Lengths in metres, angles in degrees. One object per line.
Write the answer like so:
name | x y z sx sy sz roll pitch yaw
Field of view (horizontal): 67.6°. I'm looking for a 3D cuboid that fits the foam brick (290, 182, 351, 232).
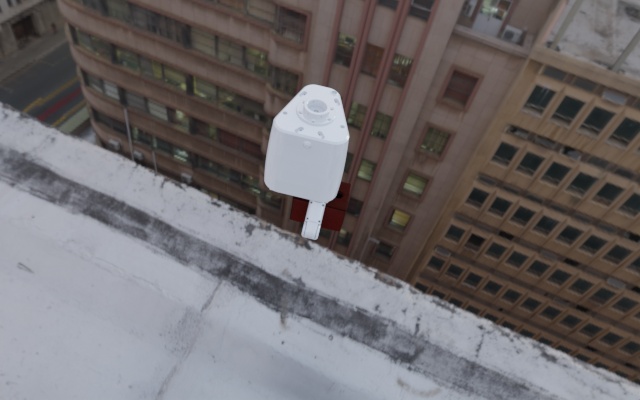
foam brick | 0.000 0.002 0.685 0.078 0.053 0.051 13 -41 0
